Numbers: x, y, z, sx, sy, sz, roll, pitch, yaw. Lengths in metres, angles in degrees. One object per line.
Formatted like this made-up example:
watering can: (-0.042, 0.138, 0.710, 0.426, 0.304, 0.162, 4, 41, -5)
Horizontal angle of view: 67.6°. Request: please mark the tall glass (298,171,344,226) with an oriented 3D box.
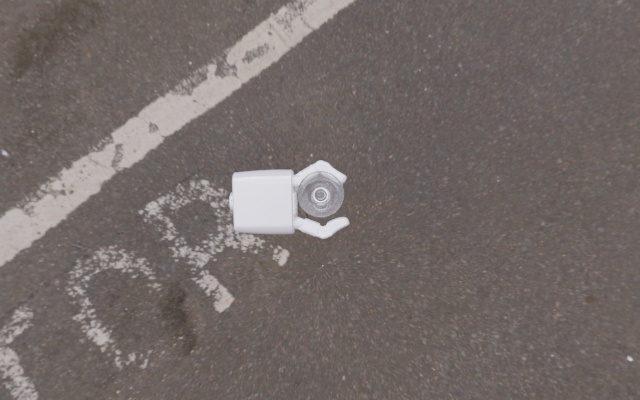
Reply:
tall glass: (0.000, 0.003, 0.858, 0.079, 0.079, 0.201, 0, -8, 0)
